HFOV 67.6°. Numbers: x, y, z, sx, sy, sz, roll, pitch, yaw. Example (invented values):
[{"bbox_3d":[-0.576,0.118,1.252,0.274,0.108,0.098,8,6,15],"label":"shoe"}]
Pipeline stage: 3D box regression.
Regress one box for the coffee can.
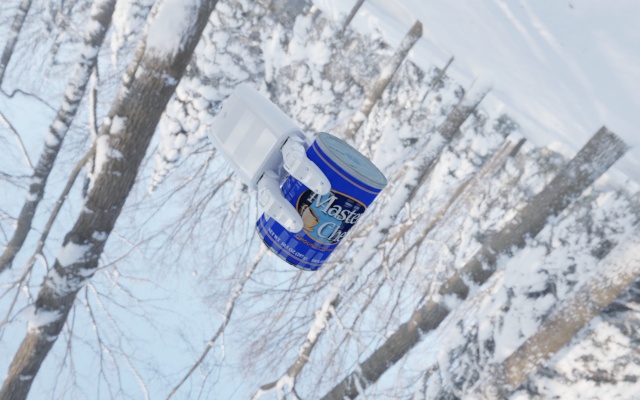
[{"bbox_3d":[0.000,0.002,0.589,0.103,0.140,0.102,33,19,-13],"label":"coffee can"}]
